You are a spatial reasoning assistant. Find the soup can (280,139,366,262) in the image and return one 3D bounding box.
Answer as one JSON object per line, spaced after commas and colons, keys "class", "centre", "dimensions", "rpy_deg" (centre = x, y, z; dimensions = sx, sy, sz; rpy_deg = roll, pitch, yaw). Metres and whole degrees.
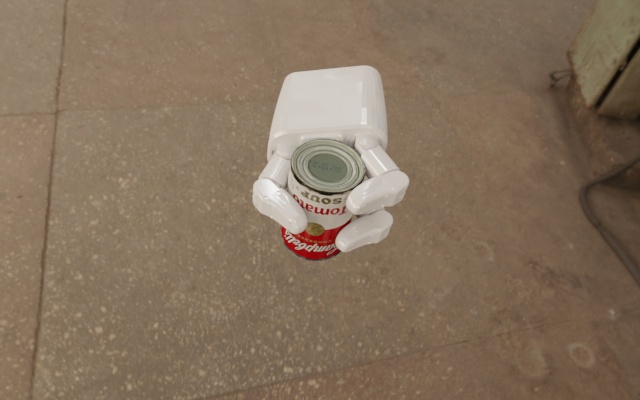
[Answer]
{"class": "soup can", "centre": [0.000, 0.002, 0.449], "dimensions": [0.068, 0.068, 0.102], "rpy_deg": [0, -40, -11]}
